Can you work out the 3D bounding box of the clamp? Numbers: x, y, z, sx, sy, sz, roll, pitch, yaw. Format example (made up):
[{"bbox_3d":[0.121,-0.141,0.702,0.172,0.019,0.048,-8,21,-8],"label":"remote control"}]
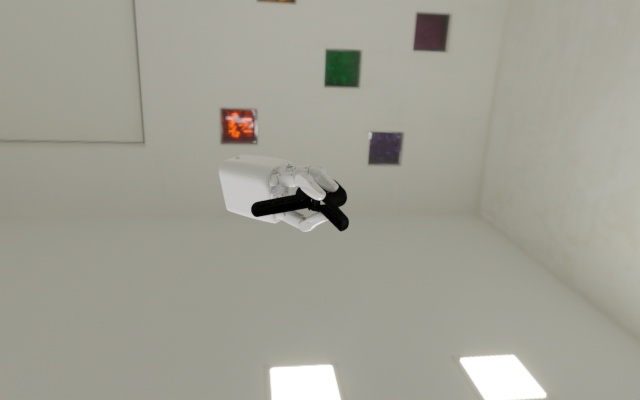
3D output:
[{"bbox_3d":[0.000,0.003,0.838,0.164,0.036,0.210,12,20,22],"label":"clamp"}]
